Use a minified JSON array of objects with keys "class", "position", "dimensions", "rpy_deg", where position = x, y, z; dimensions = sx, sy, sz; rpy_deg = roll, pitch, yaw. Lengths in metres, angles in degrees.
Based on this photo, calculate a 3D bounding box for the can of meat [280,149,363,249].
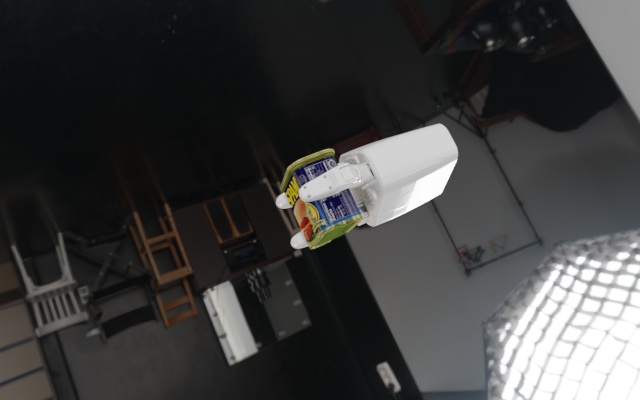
[{"class":"can of meat","position":[0.000,0.002,0.545],"dimensions":[0.057,0.084,0.102],"rpy_deg":[-22,-11,-17]}]
